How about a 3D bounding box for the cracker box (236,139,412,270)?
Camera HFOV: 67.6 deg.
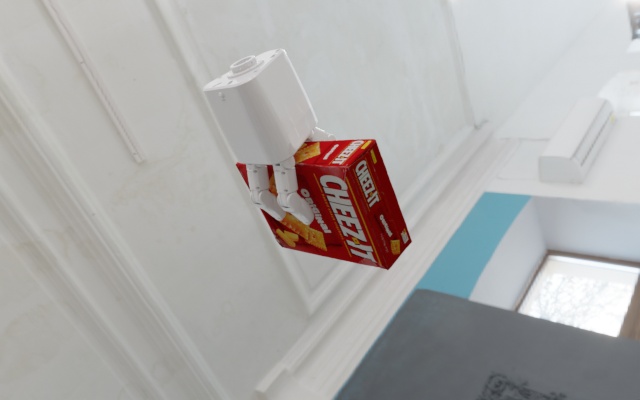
[{"bbox_3d":[0.000,0.002,0.663,0.213,0.164,0.072,6,41,44],"label":"cracker box"}]
